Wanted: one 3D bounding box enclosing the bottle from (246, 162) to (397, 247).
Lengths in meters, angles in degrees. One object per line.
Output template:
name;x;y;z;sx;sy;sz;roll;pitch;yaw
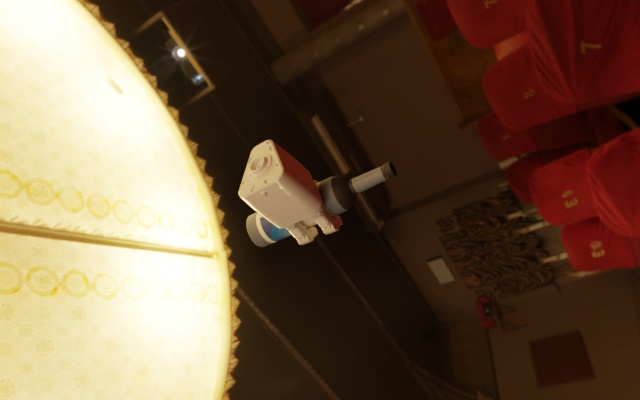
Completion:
bottle;0.000;0.003;0.861;0.296;0.069;0.069;-25;-11;24
